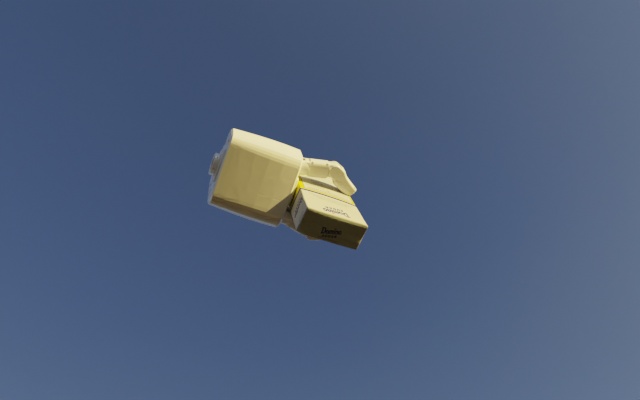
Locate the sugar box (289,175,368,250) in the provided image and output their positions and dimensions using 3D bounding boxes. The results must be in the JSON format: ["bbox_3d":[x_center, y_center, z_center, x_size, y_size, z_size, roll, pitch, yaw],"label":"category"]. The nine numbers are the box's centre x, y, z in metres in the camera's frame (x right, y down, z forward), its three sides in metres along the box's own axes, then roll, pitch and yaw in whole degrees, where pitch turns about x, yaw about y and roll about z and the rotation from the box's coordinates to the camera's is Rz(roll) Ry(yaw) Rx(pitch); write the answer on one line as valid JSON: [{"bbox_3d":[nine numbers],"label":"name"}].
[{"bbox_3d":[0.000,0.003,0.705,0.093,0.048,0.176,18,22,-18],"label":"sugar box"}]
